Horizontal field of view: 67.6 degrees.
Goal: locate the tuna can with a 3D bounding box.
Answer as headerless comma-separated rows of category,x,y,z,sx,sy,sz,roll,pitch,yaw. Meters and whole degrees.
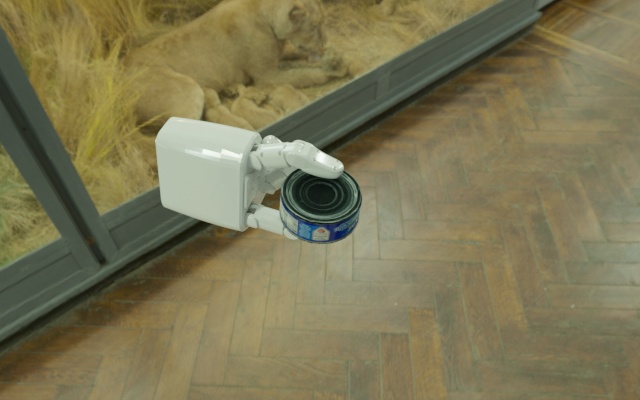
tuna can,0.000,0.001,0.499,0.086,0.086,0.034,0,-41,-6
